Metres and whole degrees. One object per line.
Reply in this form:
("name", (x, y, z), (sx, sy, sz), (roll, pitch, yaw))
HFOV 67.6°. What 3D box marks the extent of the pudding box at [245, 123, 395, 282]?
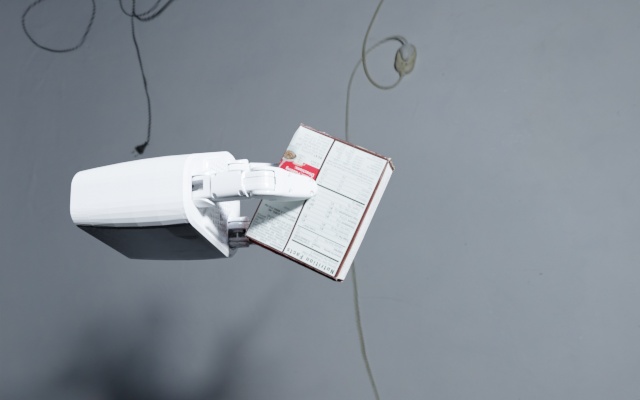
("pudding box", (0.000, 0.001, 0.412), (0.090, 0.113, 0.039), (24, -3, 15))
